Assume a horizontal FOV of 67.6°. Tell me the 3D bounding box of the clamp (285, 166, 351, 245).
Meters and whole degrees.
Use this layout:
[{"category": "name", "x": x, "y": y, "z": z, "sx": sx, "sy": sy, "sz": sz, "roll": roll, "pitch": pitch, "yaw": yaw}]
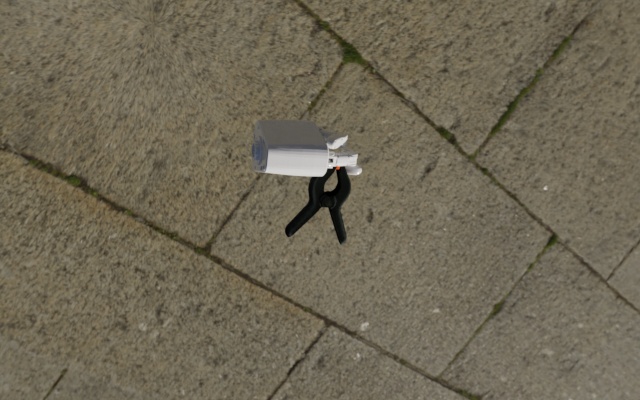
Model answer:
[{"category": "clamp", "x": 0.000, "y": 0.003, "z": 0.870, "sx": 0.120, "sy": 0.171, "sz": 0.039, "roll": -1, "pitch": 20, "yaw": -22}]
